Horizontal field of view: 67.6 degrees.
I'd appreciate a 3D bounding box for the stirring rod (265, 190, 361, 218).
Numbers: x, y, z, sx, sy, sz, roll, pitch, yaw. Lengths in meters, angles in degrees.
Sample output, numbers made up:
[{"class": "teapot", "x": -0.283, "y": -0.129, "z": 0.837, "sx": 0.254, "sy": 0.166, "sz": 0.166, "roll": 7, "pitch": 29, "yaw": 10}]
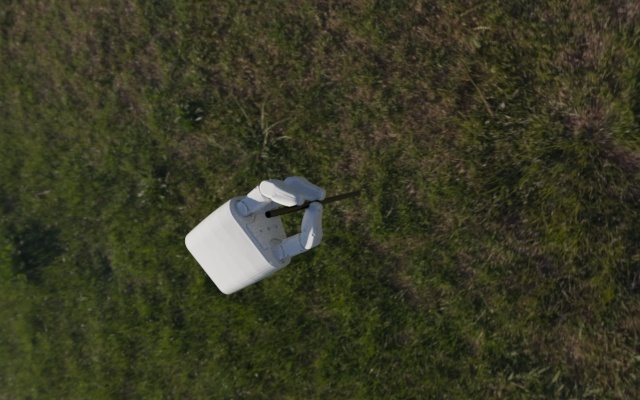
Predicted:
[{"class": "stirring rod", "x": 0.000, "y": 0.002, "z": 0.637, "sx": 0.011, "sy": 0.011, "sz": 0.239, "roll": 0, "pitch": 7, "yaw": 29}]
